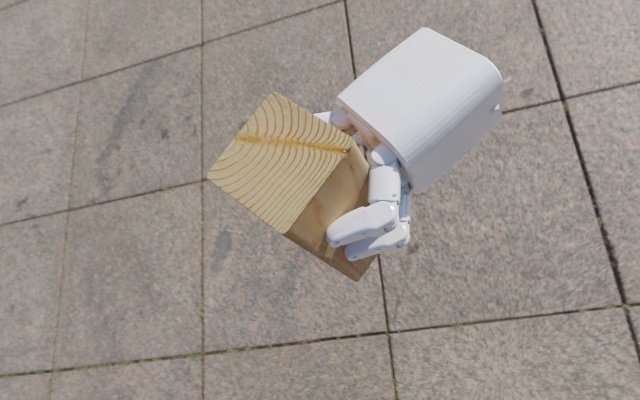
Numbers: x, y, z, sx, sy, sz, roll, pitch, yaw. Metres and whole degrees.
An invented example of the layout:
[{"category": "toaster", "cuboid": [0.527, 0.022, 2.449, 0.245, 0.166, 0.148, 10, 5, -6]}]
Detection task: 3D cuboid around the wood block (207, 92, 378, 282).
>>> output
[{"category": "wood block", "cuboid": [0.000, 0.001, 0.452, 0.090, 0.090, 0.206, 35, -5, 27]}]
